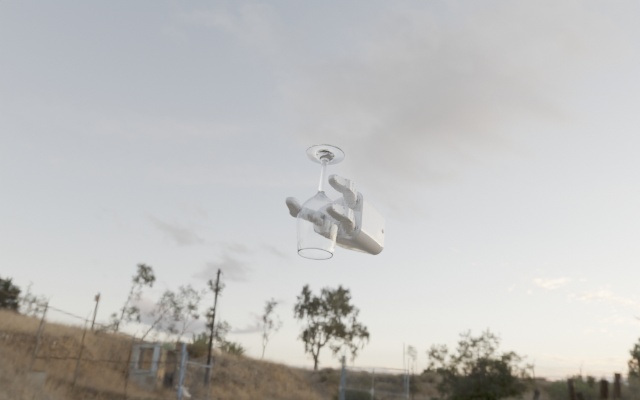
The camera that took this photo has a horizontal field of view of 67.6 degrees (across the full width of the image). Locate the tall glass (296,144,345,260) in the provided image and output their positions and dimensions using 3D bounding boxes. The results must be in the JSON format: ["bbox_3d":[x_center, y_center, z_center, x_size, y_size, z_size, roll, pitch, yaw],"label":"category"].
[{"bbox_3d":[0.000,0.002,0.862,0.079,0.201,0.079,5,-25,2],"label":"tall glass"}]
